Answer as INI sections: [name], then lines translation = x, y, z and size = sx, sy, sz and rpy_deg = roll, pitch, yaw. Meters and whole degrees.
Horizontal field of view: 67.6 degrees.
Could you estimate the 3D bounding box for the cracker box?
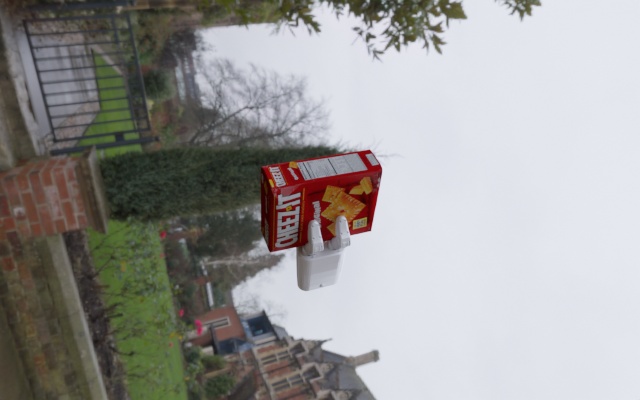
[cracker box]
translation = 0.000, 0.003, 0.892
size = 0.213, 0.164, 0.072
rpy_deg = -11, 45, -18
